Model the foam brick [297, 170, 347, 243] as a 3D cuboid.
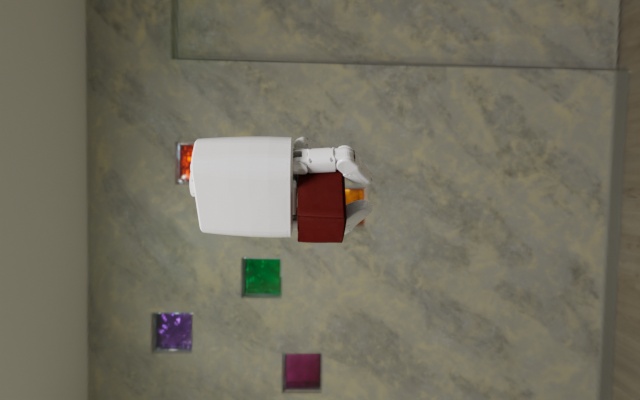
[{"bbox_3d":[0.000,0.002,0.525,0.051,0.078,0.053,1,-36,-2],"label":"foam brick"}]
